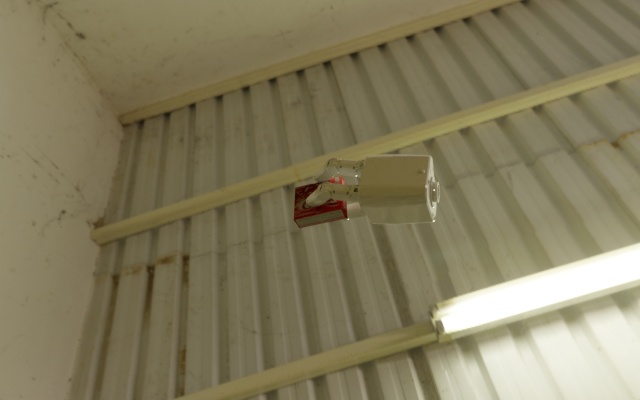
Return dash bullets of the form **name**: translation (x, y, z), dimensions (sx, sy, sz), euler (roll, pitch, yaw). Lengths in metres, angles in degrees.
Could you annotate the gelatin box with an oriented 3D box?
- **gelatin box**: translation (0.000, 0.003, 0.814), dimensions (0.089, 0.073, 0.030), euler (-13, -42, 15)
